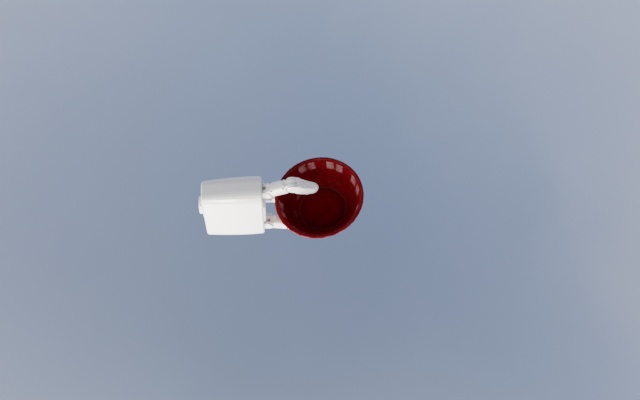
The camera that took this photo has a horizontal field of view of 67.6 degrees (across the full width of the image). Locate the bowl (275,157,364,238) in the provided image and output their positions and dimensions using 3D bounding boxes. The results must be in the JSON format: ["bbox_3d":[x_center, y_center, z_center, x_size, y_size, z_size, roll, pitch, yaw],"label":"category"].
[{"bbox_3d":[0.002,0.003,0.877,0.162,0.162,0.055,0,-25,9],"label":"bowl"}]
